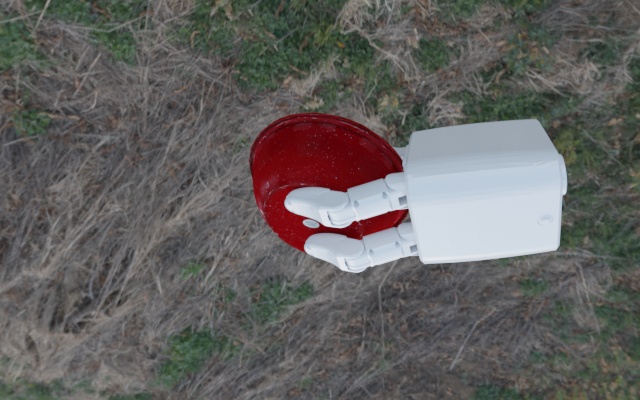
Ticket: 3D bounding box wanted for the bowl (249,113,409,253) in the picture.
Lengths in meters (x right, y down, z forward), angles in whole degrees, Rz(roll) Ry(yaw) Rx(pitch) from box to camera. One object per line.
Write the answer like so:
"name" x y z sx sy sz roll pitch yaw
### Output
"bowl" -0.001 0.002 0.440 0.162 0.162 0.055 0 43 23
